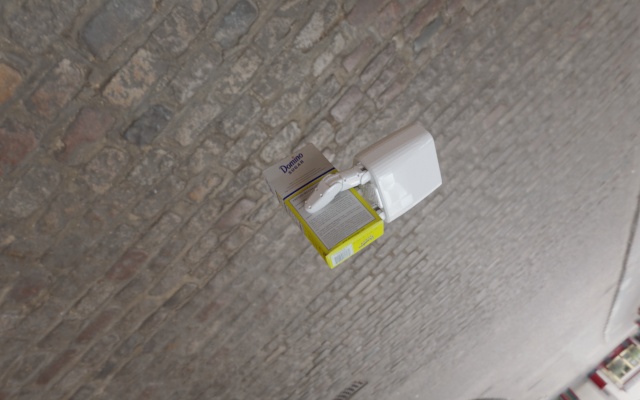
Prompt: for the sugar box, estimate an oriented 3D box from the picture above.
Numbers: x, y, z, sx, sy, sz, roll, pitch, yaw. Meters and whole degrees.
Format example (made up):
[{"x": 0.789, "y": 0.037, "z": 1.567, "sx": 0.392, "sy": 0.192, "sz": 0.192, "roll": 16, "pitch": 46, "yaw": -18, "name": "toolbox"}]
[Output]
[{"x": 0.000, "y": 0.003, "z": 0.684, "sx": 0.093, "sy": 0.176, "sz": 0.048, "roll": -31, "pitch": -34, "yaw": -13, "name": "sugar box"}]
